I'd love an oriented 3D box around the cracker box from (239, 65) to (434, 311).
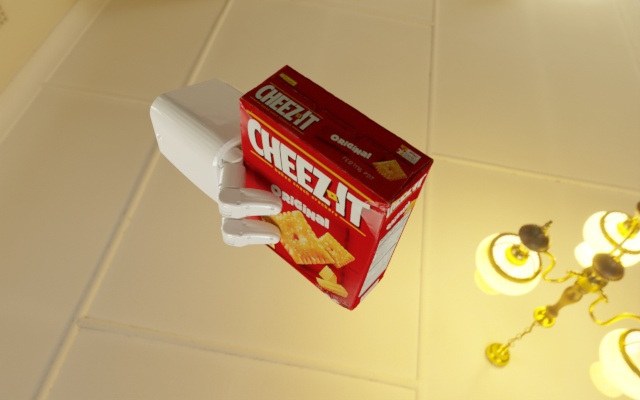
[{"bbox_3d":[0.000,0.002,0.477,0.164,0.072,0.214,36,-31,18],"label":"cracker box"}]
